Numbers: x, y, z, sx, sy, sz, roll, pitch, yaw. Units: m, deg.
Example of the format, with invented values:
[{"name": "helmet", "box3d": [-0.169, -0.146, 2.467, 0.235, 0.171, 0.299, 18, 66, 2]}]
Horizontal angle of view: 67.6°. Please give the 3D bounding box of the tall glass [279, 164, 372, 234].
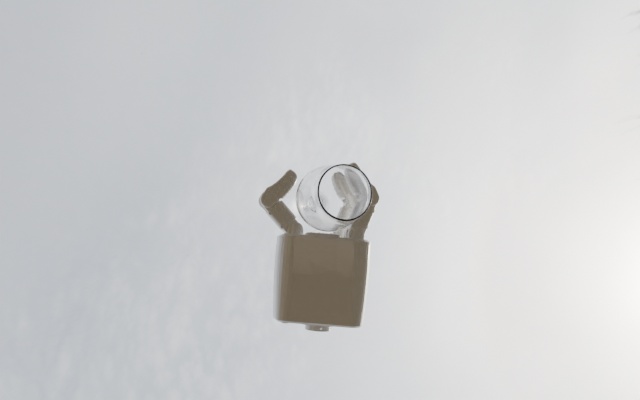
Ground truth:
[{"name": "tall glass", "box3d": [0.000, 0.002, 0.600, 0.079, 0.079, 0.201, 0, -6, -15]}]
